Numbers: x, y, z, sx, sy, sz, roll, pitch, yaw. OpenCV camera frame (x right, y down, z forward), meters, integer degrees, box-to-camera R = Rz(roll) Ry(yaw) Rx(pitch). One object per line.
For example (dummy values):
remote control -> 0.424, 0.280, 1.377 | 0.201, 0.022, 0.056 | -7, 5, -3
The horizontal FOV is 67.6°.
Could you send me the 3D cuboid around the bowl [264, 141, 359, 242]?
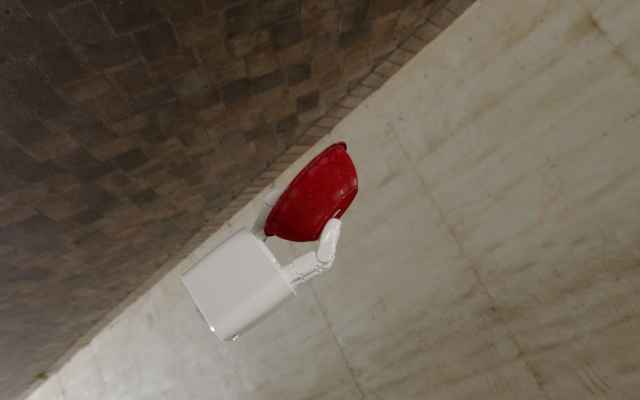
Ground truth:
bowl -> 0.001, 0.001, 0.629 | 0.055, 0.162, 0.162 | 40, 9, 12
